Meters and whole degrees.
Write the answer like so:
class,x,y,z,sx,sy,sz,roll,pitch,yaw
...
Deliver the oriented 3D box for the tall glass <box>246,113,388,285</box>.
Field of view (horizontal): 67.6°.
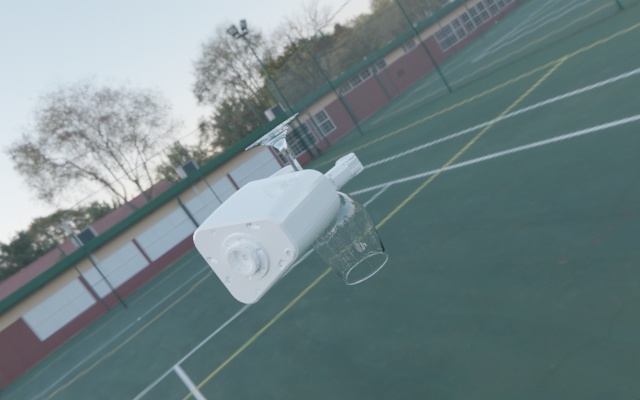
class,x,y,z,sx,sy,sz,roll,pitch,yaw
tall glass,0.000,0.001,0.563,0.079,0.201,0.079,-34,9,6
